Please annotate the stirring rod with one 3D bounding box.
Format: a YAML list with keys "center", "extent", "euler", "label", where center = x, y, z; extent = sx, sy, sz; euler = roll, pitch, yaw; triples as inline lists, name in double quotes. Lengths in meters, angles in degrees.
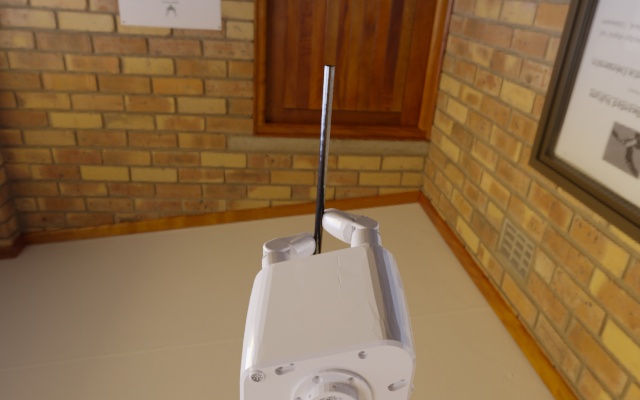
- center: [0.000, 0.001, 0.432]
  extent: [0.011, 0.240, 0.011]
  euler: [3, 25, -1]
  label: "stirring rod"
